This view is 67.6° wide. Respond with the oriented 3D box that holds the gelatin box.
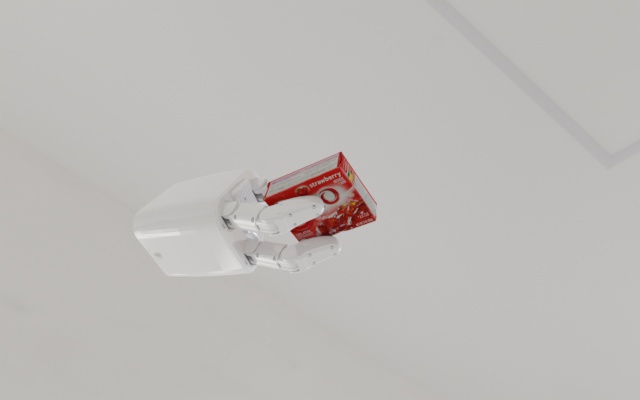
[{"bbox_3d":[0.000,0.001,0.469,0.089,0.073,0.030,-21,34,24],"label":"gelatin box"}]
